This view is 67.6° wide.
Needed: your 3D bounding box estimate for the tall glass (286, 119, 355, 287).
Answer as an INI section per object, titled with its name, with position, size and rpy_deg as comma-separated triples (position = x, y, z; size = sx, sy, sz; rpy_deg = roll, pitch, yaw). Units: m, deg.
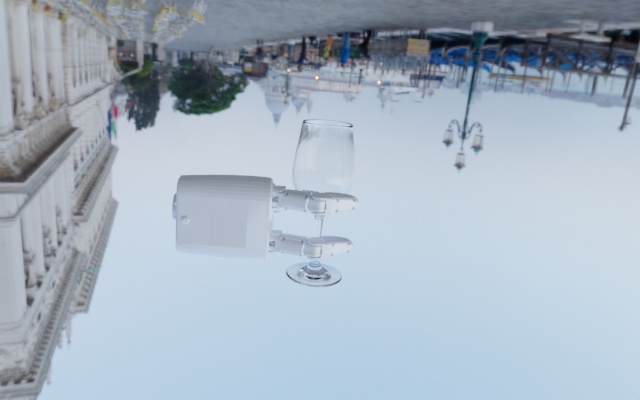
[tall glass]
position = 0.000, 0.003, 0.602
size = 0.079, 0.201, 0.079
rpy_deg = 5, 15, -1
